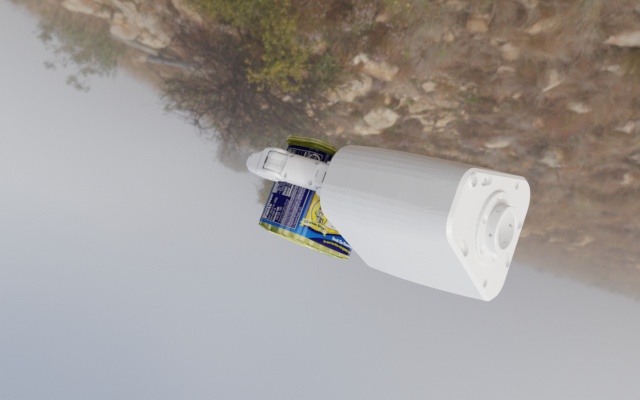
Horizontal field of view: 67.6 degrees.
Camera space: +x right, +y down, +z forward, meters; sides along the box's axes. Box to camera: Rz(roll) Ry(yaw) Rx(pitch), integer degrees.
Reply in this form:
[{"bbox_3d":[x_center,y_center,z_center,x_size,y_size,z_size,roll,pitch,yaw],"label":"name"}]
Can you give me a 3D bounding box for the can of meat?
[{"bbox_3d":[0.000,0.002,0.431,0.057,0.084,0.102,14,-9,40],"label":"can of meat"}]
